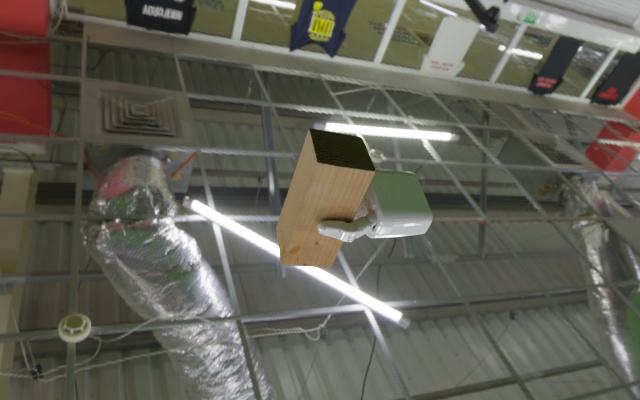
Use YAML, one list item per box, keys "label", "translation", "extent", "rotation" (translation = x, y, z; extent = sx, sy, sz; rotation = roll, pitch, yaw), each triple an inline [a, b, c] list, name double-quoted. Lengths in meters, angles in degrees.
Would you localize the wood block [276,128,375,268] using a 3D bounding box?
- label: "wood block"
  translation: [0.001, 0.003, 0.750]
  extent: [0.090, 0.206, 0.090]
  rotation: [7, 38, -18]
